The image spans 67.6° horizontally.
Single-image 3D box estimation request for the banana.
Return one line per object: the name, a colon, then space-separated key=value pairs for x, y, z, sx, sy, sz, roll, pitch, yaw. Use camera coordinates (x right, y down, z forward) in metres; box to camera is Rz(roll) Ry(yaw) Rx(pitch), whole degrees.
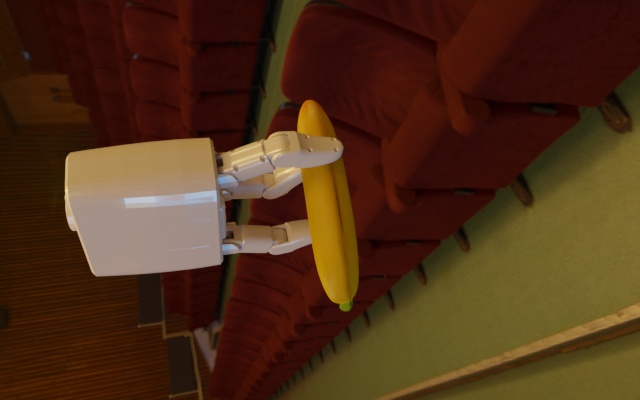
banana: x=0.004 y=0.004 z=0.413 sx=0.037 sy=0.198 sz=0.069 roll=-8 pitch=-2 yaw=-12
